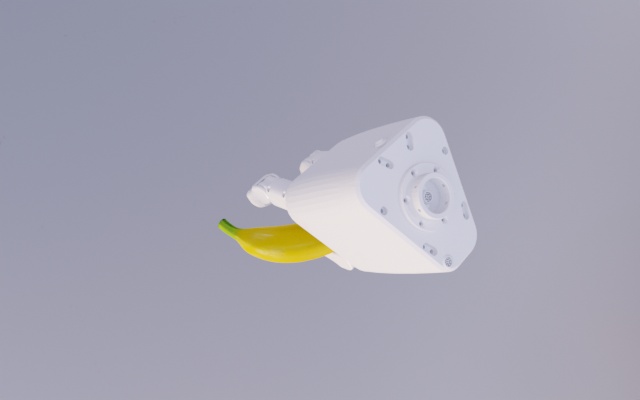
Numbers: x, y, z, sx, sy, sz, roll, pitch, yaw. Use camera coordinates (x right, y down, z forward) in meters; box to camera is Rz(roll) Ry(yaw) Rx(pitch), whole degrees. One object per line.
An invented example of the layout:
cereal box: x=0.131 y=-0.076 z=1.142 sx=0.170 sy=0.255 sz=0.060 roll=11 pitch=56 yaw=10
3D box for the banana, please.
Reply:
banana: x=0.004 y=0.019 z=0.475 sx=0.198 sy=0.069 sz=0.037 roll=-16 pitch=-19 yaw=-24
